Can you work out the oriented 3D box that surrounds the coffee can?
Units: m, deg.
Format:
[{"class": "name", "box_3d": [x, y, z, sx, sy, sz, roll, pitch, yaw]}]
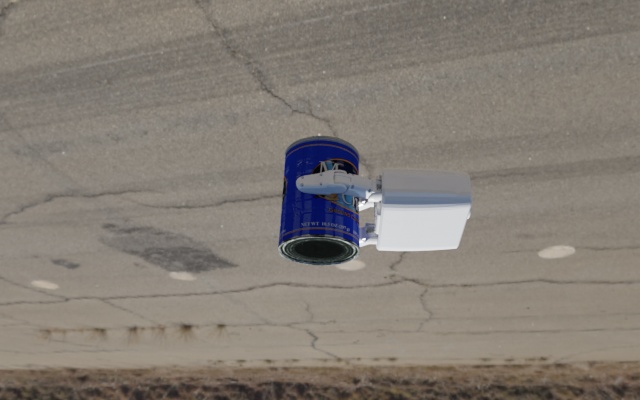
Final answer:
[{"class": "coffee can", "box_3d": [0.000, 0.002, 0.623, 0.103, 0.140, 0.103, 2, -26, 1]}]
